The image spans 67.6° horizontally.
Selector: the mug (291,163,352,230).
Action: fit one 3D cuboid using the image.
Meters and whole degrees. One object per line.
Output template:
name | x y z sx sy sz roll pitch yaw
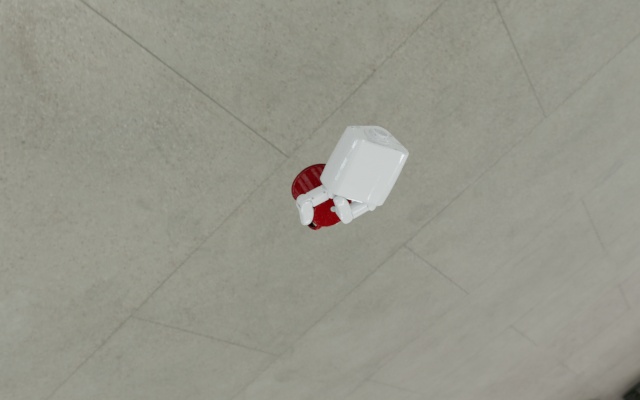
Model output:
mug | 0.000 0.004 0.872 0.093 0.117 0.081 4 35 -34
